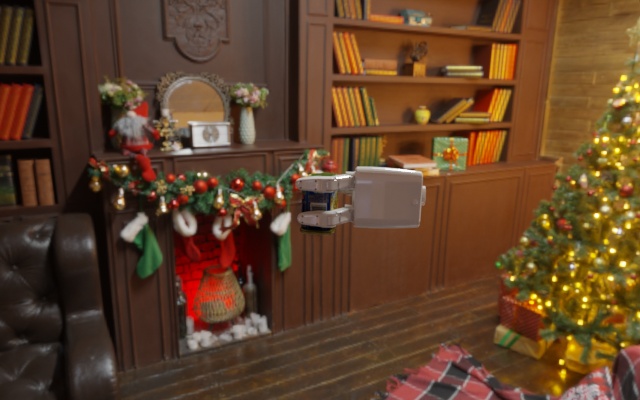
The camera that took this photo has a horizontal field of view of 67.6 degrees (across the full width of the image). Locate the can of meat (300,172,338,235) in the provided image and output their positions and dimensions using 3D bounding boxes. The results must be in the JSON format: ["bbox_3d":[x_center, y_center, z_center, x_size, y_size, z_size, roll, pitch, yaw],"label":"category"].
[{"bbox_3d":[0.000,0.002,0.796,0.057,0.084,0.102,4,15,9],"label":"can of meat"}]
